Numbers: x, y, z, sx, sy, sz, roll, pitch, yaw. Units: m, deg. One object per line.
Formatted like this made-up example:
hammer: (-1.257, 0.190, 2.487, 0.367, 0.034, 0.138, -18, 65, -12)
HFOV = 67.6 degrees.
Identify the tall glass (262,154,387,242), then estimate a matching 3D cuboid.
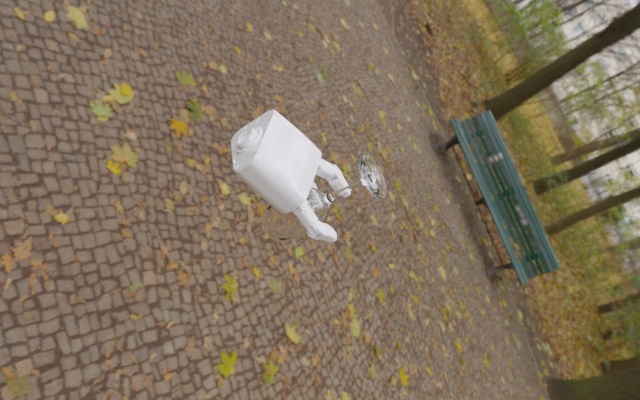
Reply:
tall glass: (0.001, 0.002, 0.759, 0.201, 0.079, 0.079, -27, -14, 29)
